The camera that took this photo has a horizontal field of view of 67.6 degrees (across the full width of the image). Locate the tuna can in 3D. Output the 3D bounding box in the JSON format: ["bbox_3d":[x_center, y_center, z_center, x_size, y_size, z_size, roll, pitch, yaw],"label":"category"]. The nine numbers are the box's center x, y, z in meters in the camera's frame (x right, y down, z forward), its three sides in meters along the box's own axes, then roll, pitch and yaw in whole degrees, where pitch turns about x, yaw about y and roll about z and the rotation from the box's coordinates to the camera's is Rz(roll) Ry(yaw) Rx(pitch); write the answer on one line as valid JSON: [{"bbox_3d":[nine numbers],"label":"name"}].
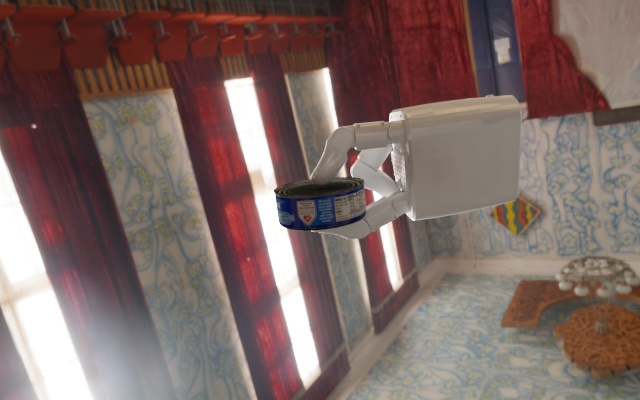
[{"bbox_3d":[0.000,0.002,0.452,0.086,0.034,0.086,-6,12,1],"label":"tuna can"}]
